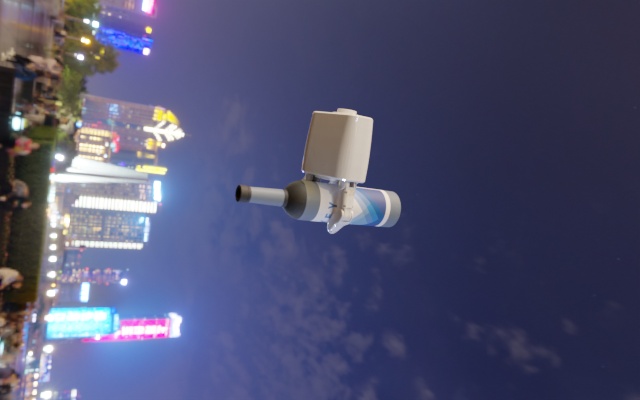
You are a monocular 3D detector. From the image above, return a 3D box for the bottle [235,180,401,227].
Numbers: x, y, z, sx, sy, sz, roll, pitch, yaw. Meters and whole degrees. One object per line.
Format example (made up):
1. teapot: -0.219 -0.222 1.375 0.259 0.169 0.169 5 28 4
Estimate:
1. bottle: 0.000 0.003 0.810 0.296 0.069 0.069 6 -3 -29
